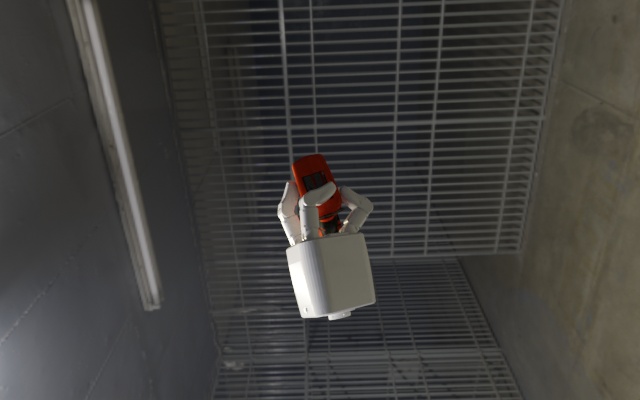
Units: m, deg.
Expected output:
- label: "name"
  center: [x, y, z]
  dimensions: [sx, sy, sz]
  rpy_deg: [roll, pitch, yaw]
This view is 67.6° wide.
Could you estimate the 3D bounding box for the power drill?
- label: "power drill"
  center: [0.000, 0.003, 0.804]
  dimensions: [0.057, 0.184, 0.188]
  rpy_deg: [-21, -28, -2]
